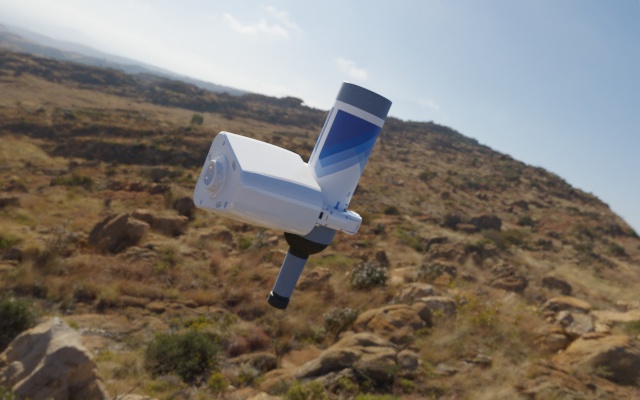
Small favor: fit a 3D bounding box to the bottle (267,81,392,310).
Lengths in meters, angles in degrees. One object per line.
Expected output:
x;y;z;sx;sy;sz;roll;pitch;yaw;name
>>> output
0.000;0.002;0.602;0.069;0.296;0.069;23;9;-4;bottle
